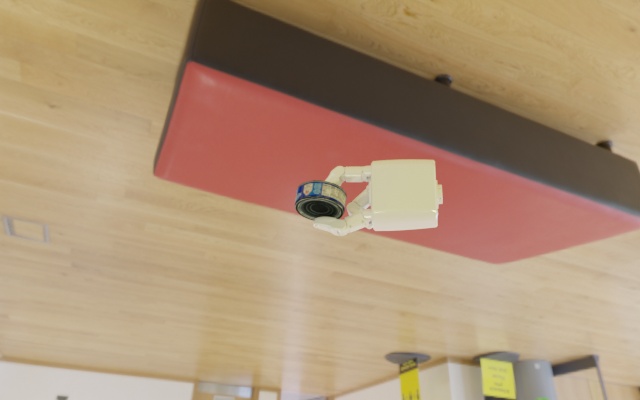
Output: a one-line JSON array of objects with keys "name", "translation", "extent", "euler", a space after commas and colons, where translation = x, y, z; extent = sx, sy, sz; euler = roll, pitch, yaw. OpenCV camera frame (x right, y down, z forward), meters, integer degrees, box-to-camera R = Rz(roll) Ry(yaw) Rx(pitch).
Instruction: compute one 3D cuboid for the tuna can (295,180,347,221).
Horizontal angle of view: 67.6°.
[{"name": "tuna can", "translation": [0.000, 0.003, 0.802], "extent": [0.086, 0.033, 0.086], "euler": [6, -30, 4]}]
